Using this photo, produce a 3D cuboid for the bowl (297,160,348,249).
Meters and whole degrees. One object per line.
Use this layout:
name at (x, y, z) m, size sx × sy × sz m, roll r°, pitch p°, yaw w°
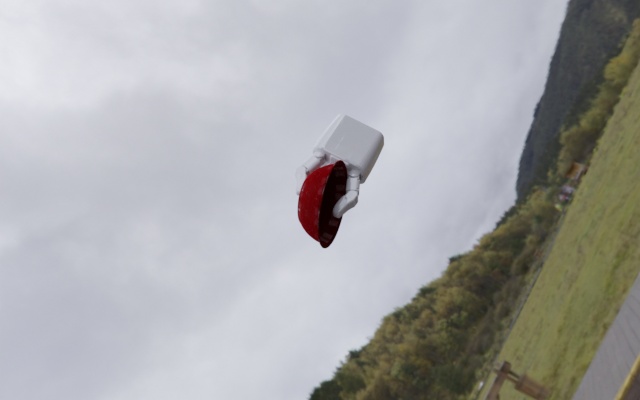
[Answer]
bowl at (-0.001, 0.004, 0.863) m, size 0.055 × 0.162 × 0.162 m, roll 10°, pitch 3°, yaw 17°
